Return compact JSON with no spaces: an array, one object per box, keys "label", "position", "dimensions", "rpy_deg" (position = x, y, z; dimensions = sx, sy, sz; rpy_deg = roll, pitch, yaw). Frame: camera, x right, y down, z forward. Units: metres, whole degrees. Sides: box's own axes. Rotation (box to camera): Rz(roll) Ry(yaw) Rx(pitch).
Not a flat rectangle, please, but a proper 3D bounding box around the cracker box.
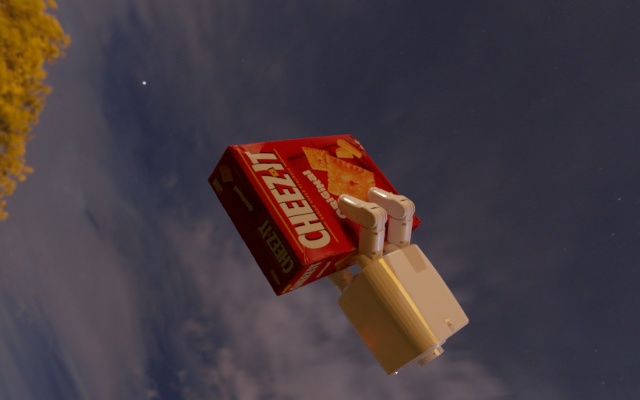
[{"label":"cracker box","position":[0.000,0.002,0.580],"dimensions":[0.213,0.164,0.072],"rpy_deg":[-13,-30,-46]}]
